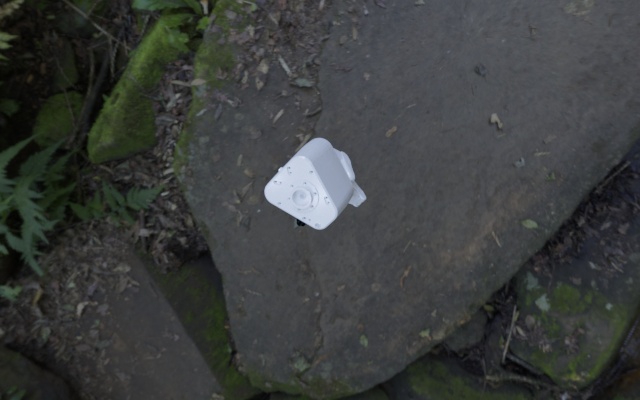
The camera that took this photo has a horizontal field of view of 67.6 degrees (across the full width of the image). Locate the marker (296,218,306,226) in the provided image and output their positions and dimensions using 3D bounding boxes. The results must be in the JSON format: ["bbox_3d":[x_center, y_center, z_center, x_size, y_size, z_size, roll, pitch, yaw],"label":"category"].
[{"bbox_3d":[0.000,0.003,0.807,0.121,0.020,0.020,-45,-22,24],"label":"marker"}]
